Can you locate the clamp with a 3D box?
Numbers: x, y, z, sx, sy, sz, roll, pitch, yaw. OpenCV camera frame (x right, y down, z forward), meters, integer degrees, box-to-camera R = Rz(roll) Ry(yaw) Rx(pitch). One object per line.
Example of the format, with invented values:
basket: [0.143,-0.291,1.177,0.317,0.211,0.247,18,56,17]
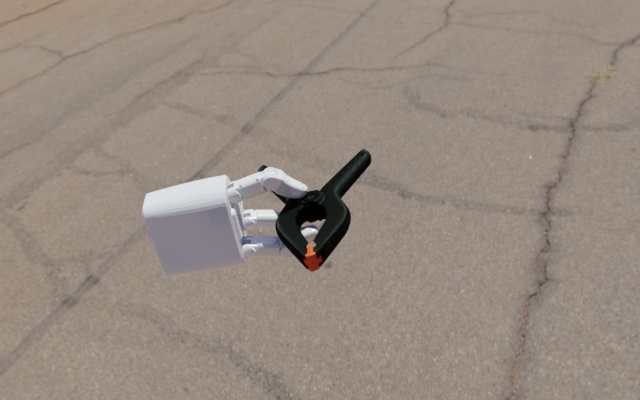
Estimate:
clamp: [0.000,0.002,0.618,0.164,0.036,0.209,-14,39,2]
